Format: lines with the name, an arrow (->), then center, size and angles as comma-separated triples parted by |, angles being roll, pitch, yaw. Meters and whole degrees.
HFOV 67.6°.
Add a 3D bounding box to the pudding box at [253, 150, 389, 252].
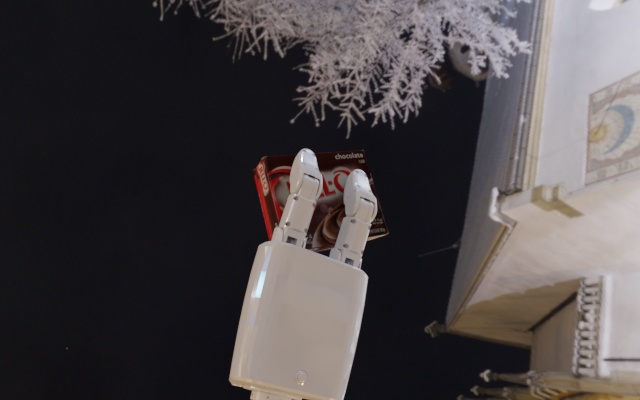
pudding box -> 0.000, 0.002, 0.455 | 0.113, 0.090, 0.039 | -7, -15, -31
